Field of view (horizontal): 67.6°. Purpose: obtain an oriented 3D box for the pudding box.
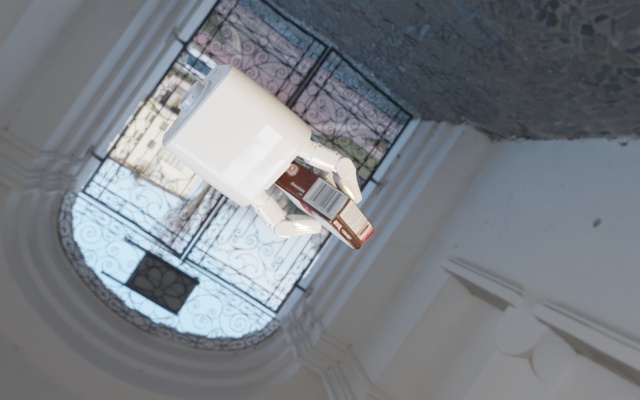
[{"bbox_3d":[0.000,0.002,0.554,0.113,0.039,0.090,37,-5,35],"label":"pudding box"}]
